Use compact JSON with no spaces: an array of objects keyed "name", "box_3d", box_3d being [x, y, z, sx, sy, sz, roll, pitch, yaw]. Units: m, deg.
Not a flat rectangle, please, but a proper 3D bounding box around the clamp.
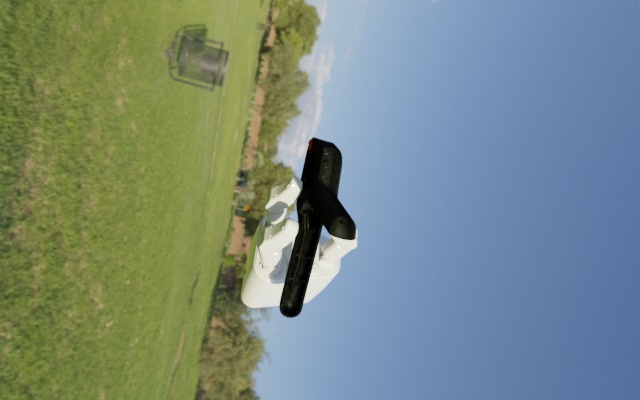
[{"name":"clamp","box_3d":[0.001,0.002,0.514,0.036,0.209,0.165,16,-36,-15]}]
